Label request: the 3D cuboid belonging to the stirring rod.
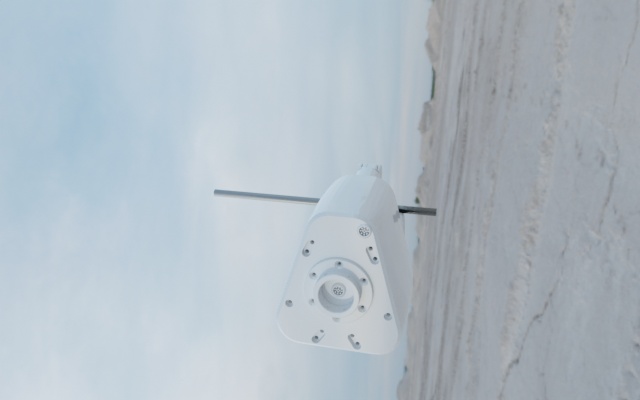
[{"bbox_3d":[0.000,0.002,0.508,0.239,0.011,0.011,5,1,12],"label":"stirring rod"}]
